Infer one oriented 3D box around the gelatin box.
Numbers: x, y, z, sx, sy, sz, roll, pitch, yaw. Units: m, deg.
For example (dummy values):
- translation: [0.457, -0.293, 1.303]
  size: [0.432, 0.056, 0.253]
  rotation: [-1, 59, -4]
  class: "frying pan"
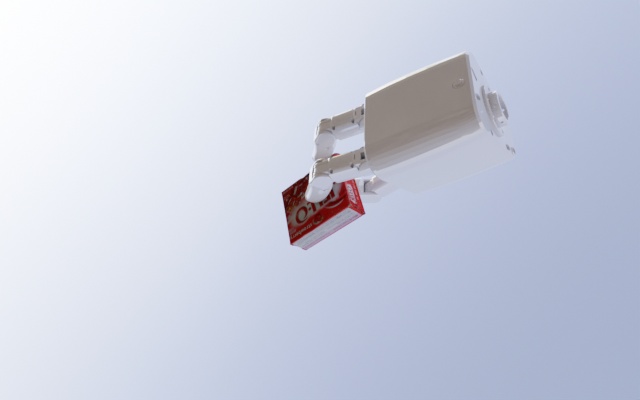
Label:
- translation: [0.000, 0.002, 0.527]
  size: [0.089, 0.073, 0.030]
  rotation: [-34, -40, 28]
  class: "gelatin box"
